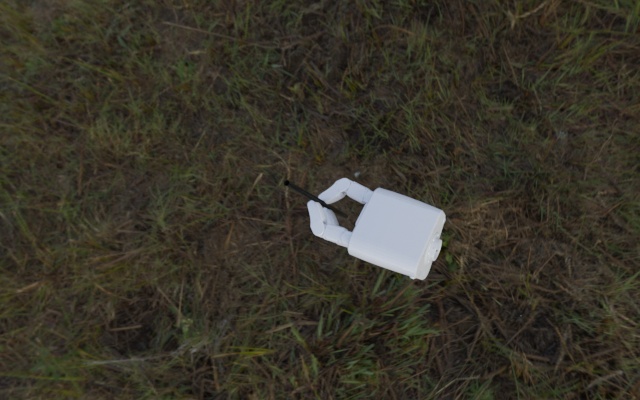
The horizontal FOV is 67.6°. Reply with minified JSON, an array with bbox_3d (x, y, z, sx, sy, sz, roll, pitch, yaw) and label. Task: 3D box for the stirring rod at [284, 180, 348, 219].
[{"bbox_3d":[0.000,0.002,0.747,0.011,0.011,0.239,0,-13,23],"label":"stirring rod"}]
